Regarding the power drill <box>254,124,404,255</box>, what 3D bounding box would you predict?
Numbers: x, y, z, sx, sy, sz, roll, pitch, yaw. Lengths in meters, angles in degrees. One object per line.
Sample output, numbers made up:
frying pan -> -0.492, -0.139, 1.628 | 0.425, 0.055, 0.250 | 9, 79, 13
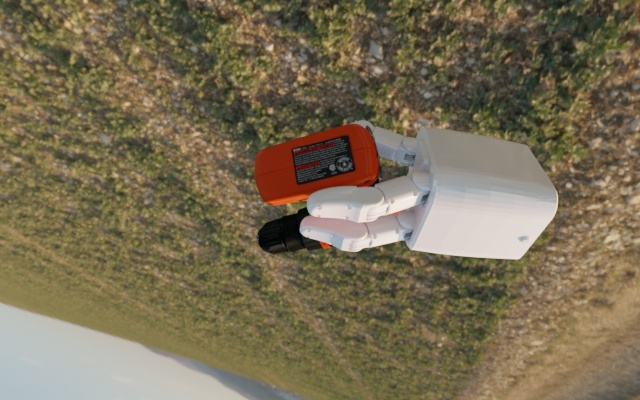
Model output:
power drill -> 0.000, 0.001, 0.482 | 0.184, 0.057, 0.188 | -16, -21, 8
